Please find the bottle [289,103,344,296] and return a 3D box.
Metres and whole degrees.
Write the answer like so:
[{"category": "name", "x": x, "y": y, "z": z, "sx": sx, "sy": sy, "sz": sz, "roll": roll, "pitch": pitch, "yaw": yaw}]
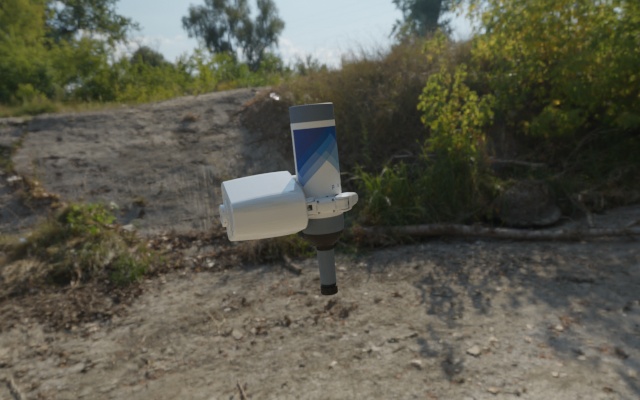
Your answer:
[{"category": "bottle", "x": 0.000, "y": 0.002, "z": 0.736, "sx": 0.069, "sy": 0.296, "sz": 0.069, "roll": -6, "pitch": 10, "yaw": 1}]
